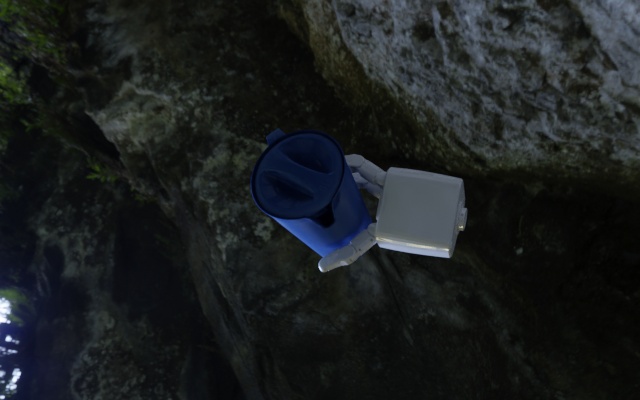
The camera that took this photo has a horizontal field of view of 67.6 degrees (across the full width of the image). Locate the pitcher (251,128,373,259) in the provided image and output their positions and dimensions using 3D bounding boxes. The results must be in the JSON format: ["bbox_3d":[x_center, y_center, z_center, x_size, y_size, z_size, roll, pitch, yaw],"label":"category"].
[{"bbox_3d":[0.000,0.002,0.727,0.145,0.149,0.243,6,-22,22],"label":"pitcher"}]
